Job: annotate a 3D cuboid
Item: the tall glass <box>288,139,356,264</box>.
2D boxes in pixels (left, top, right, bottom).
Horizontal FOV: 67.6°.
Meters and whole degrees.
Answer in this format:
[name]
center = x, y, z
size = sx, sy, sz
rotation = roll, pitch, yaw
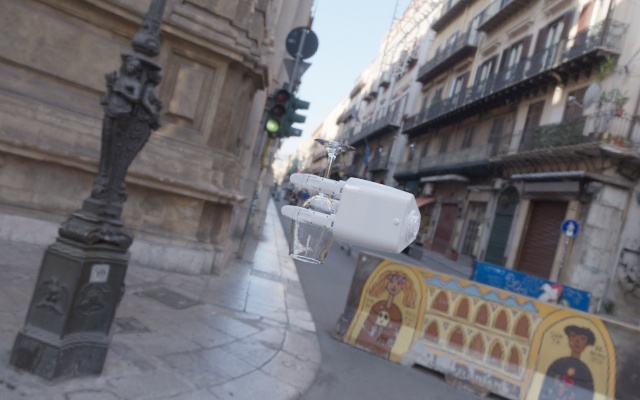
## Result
[tall glass]
center = 0.000, 0.002, 0.806
size = 0.079, 0.201, 0.079
rotation = 15, 0, 0
